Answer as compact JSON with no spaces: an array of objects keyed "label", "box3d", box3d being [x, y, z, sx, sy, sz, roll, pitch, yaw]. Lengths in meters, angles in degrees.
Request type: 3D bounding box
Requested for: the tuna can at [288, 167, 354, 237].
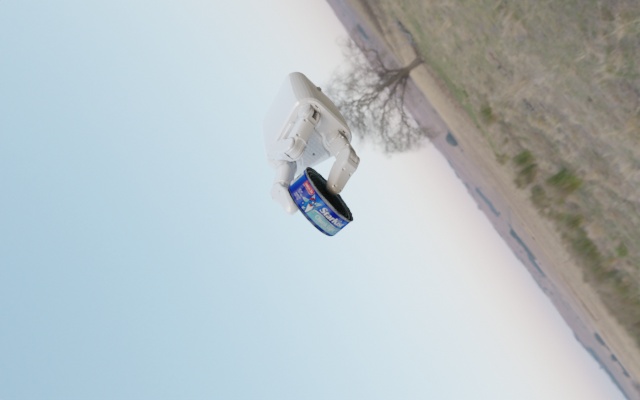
[{"label":"tuna can","box3d":[0.000,0.002,0.580,0.034,0.086,0.086,-41,-11,13]}]
